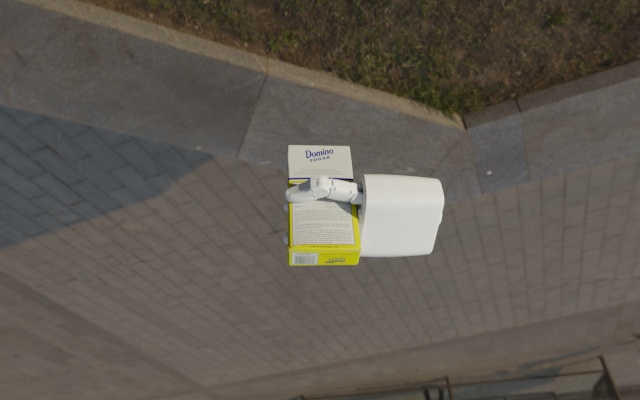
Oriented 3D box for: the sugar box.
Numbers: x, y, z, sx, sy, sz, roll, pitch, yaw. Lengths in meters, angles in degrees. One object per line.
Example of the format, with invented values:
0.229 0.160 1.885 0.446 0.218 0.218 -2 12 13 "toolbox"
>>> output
0.000 0.003 0.653 0.093 0.176 0.048 1 -39 -5 "sugar box"
